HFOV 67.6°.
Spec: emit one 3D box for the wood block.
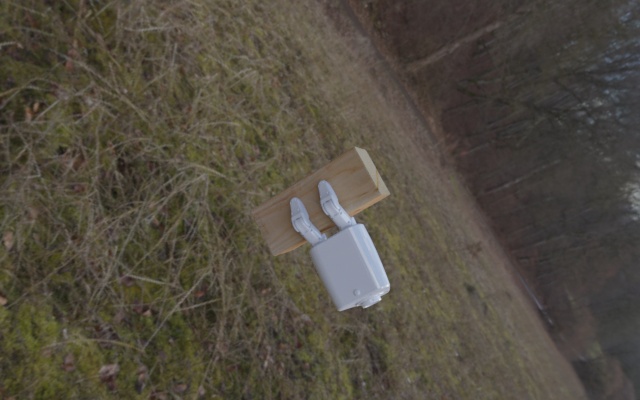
[{"bbox_3d":[0.001,0.003,0.802,0.206,0.090,0.091,-30,-7,16],"label":"wood block"}]
